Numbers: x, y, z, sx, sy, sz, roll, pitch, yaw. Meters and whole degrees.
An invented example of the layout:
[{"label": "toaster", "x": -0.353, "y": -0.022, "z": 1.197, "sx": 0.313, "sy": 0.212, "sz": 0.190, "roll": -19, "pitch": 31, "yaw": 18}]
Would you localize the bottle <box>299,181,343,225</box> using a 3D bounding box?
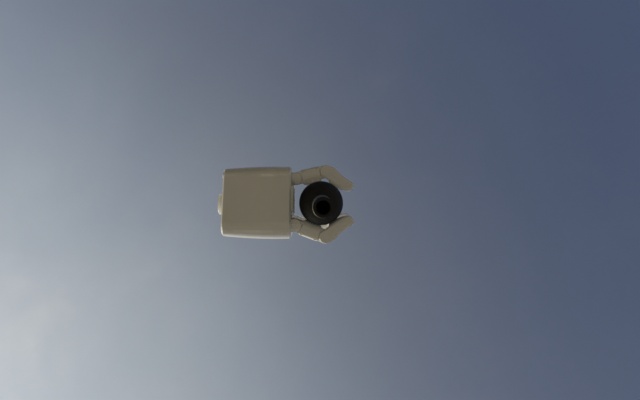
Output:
[{"label": "bottle", "x": 0.000, "y": 0.002, "z": 0.757, "sx": 0.069, "sy": 0.069, "sz": 0.295, "roll": 0, "pitch": 3, "yaw": -1}]
